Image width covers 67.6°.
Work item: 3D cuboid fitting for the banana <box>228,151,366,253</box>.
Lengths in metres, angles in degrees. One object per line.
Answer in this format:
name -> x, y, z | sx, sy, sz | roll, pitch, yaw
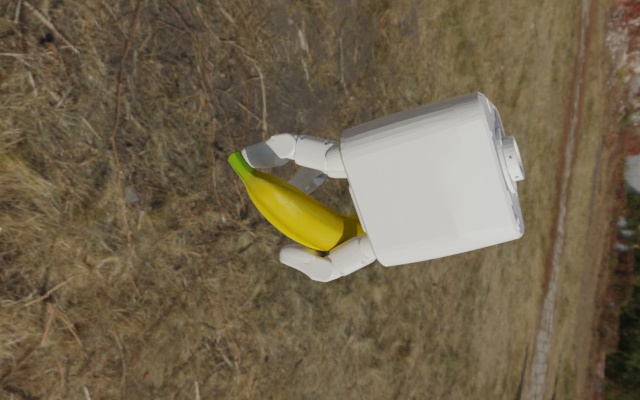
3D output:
banana -> 0.002, 0.016, 0.425 | 0.037, 0.069, 0.198 | -31, -35, 23
